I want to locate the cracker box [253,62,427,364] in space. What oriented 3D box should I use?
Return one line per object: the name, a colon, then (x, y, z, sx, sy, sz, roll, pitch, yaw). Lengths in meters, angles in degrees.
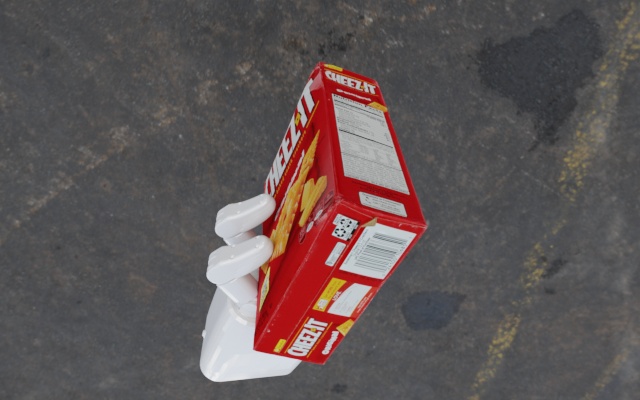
cracker box: (0.000, 0.002, 0.415, 0.072, 0.164, 0.213, 17, 36, -17)
